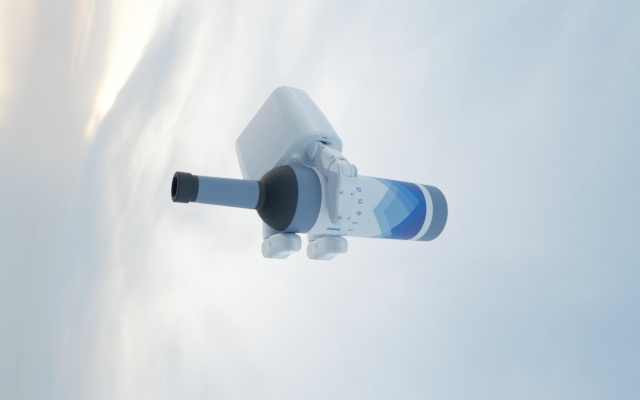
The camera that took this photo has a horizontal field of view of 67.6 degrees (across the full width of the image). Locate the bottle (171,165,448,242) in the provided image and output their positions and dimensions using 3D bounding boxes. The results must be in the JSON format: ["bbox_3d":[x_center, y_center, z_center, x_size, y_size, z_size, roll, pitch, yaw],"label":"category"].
[{"bbox_3d":[0.000,0.002,0.486,0.296,0.069,0.069,6,-3,-31],"label":"bottle"}]
